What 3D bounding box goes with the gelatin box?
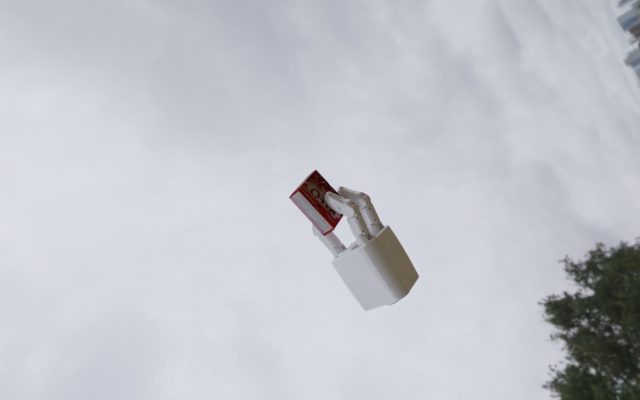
[{"bbox_3d":[0.000,0.003,0.787,0.030,0.089,0.073,-37,10,39],"label":"gelatin box"}]
